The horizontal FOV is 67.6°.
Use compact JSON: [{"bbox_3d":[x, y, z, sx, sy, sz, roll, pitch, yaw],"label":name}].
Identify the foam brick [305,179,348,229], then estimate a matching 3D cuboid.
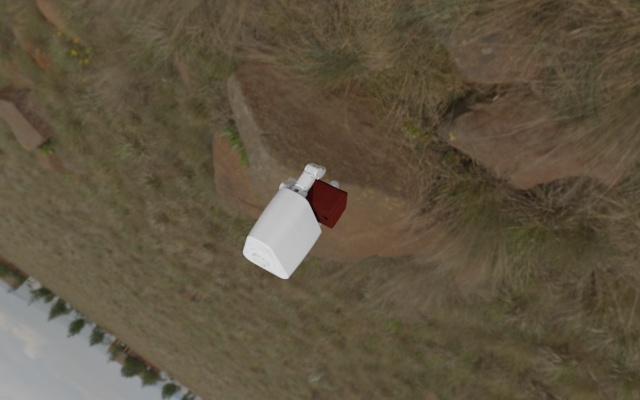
[{"bbox_3d":[0.000,0.003,0.819,0.078,0.051,0.053,25,-29,17],"label":"foam brick"}]
